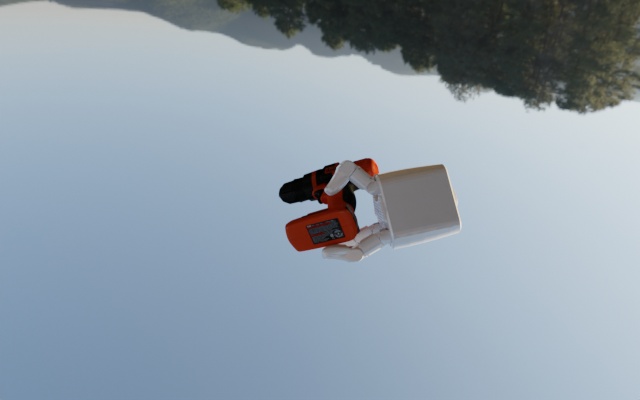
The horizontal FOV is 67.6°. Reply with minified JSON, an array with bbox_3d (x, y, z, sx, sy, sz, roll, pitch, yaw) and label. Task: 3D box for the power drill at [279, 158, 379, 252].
[{"bbox_3d":[0.000,0.003,0.772,0.184,0.057,0.187,-16,28,20],"label":"power drill"}]
